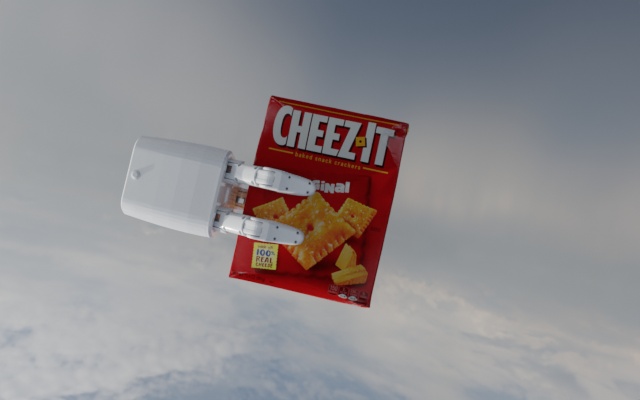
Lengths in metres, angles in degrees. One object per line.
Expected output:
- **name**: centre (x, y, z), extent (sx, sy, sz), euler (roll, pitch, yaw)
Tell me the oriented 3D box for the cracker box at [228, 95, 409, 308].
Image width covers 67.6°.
- **cracker box**: centre (0.000, 0.002, 0.556), extent (0.164, 0.213, 0.072), euler (12, -2, 5)
